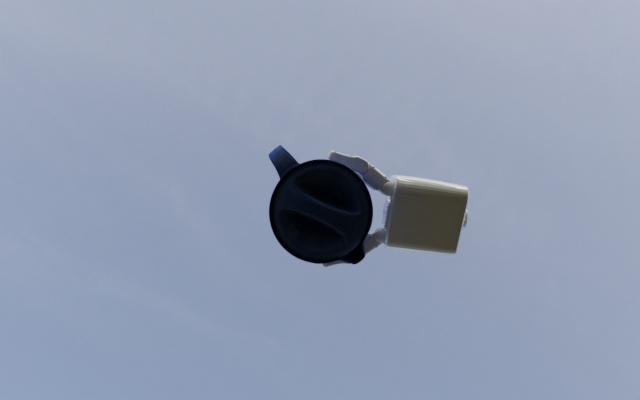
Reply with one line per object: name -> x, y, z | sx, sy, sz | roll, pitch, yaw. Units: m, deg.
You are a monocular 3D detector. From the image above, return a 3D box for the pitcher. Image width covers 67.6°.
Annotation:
pitcher -> 0.000, 0.002, 0.719 | 0.145, 0.149, 0.243 | 5, 2, 3
